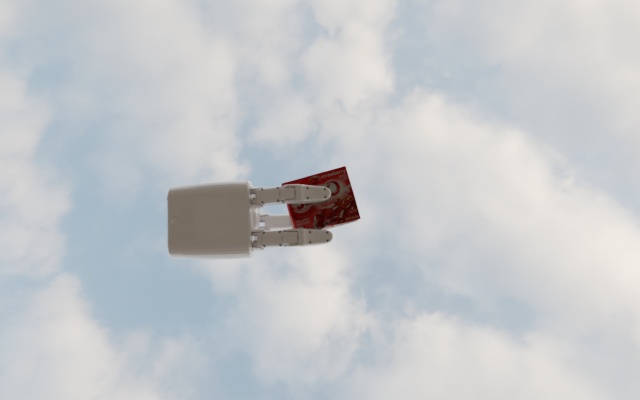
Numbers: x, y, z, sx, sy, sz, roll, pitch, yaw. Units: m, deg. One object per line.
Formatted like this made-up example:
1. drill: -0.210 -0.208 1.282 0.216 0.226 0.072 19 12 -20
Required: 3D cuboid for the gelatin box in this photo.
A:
1. gelatin box: 0.000 0.002 0.628 0.089 0.073 0.030 -15 -7 -7
